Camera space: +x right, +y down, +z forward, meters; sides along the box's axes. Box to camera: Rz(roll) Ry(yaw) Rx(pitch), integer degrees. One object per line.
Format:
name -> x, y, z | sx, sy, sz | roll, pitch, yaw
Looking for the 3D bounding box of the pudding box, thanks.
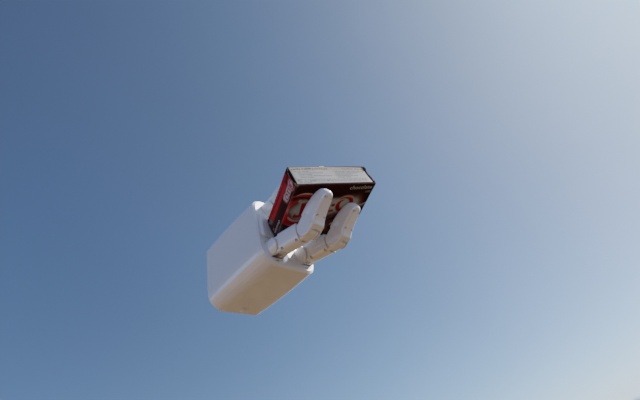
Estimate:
pudding box -> 0.000, 0.002, 0.589 | 0.113, 0.090, 0.039 | -5, 47, -31
